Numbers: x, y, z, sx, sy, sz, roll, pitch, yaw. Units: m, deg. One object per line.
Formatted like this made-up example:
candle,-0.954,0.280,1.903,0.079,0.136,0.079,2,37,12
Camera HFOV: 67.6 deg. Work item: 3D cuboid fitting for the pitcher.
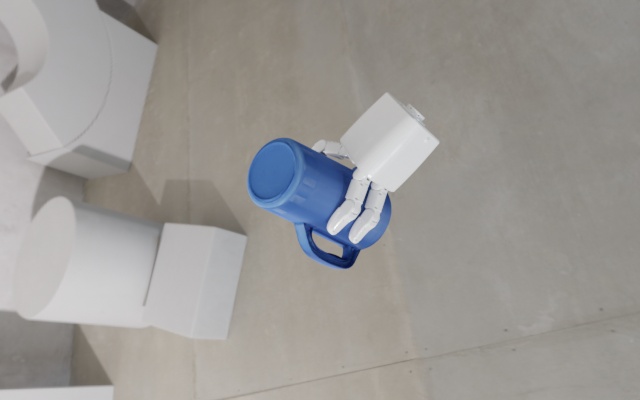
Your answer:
pitcher,0.000,0.002,0.761,0.243,0.145,0.149,25,23,-49
